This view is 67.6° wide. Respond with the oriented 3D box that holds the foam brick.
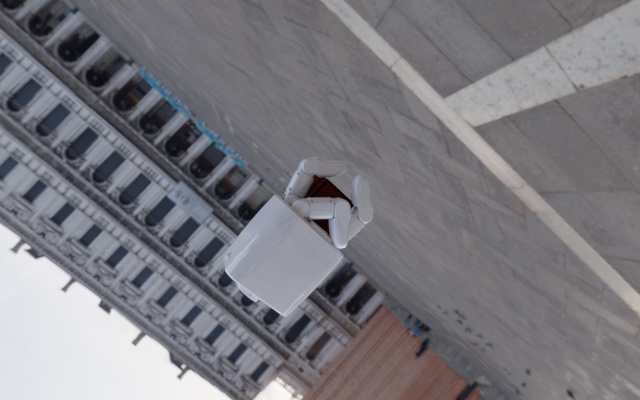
[{"bbox_3d":[0.000,0.002,0.633,0.053,0.051,0.078,42,-3,-16],"label":"foam brick"}]
